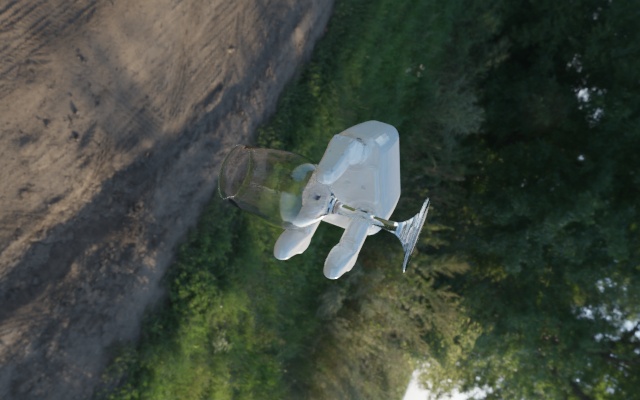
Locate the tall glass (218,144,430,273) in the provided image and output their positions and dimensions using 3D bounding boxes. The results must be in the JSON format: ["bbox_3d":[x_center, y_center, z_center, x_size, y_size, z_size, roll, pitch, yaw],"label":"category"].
[{"bbox_3d":[0.001,0.002,0.474,0.201,0.079,0.079,19,5,15],"label":"tall glass"}]
